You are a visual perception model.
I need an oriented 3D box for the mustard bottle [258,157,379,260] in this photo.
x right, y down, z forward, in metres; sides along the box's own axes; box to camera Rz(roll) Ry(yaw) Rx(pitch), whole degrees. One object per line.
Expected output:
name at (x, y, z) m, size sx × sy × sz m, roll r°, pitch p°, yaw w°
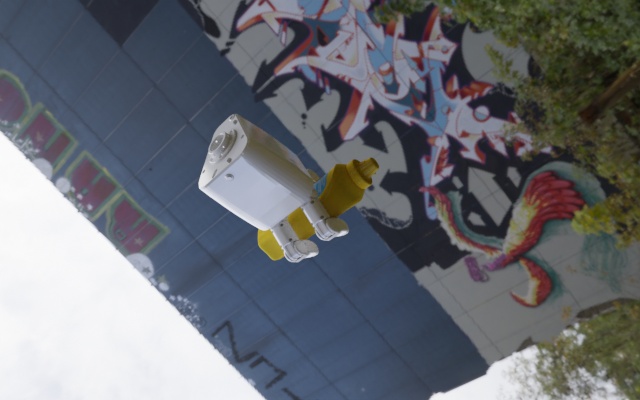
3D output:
mustard bottle at (0.000, 0.003, 0.656) m, size 0.192 × 0.058 × 0.096 m, roll -37°, pitch 14°, yaw 24°
